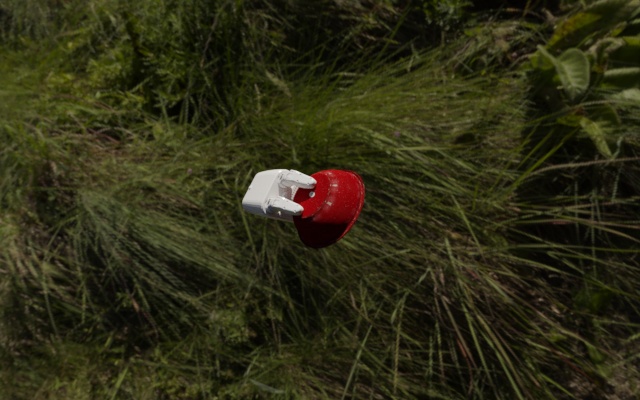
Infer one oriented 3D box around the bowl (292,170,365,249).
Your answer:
[{"bbox_3d":[0.001,0.002,0.860,0.162,0.162,0.055,0,-28,47],"label":"bowl"}]
